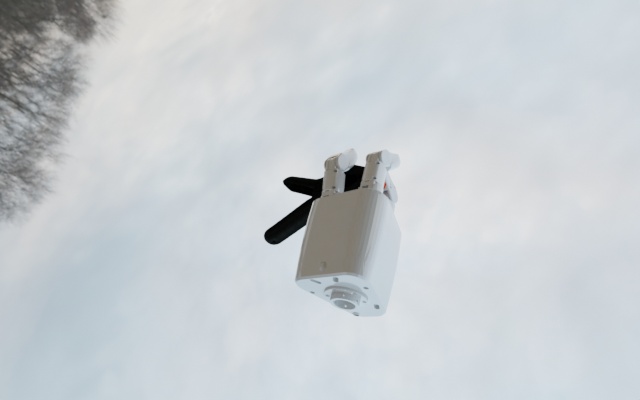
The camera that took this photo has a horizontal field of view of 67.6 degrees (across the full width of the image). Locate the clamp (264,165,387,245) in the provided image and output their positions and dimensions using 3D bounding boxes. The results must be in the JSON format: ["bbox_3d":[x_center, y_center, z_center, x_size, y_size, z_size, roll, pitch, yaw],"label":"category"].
[{"bbox_3d":[0.001,0.002,0.622,0.171,0.120,0.039,-13,-43,37],"label":"clamp"}]
